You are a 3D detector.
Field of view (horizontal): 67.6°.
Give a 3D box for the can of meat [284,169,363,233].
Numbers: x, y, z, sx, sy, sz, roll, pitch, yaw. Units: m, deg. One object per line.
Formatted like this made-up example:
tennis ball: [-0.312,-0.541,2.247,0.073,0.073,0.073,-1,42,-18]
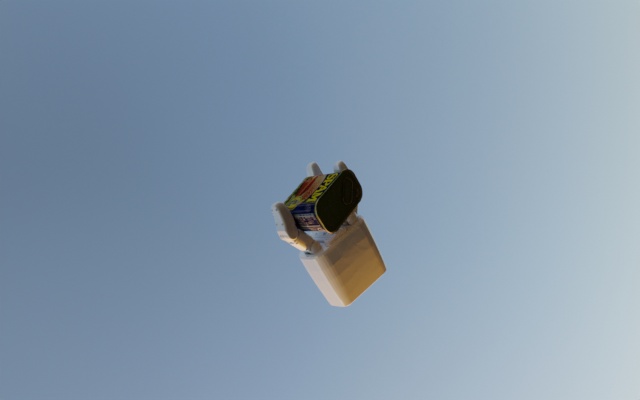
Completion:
can of meat: [0.000,0.002,0.714,0.084,0.057,0.102,-5,35,45]
